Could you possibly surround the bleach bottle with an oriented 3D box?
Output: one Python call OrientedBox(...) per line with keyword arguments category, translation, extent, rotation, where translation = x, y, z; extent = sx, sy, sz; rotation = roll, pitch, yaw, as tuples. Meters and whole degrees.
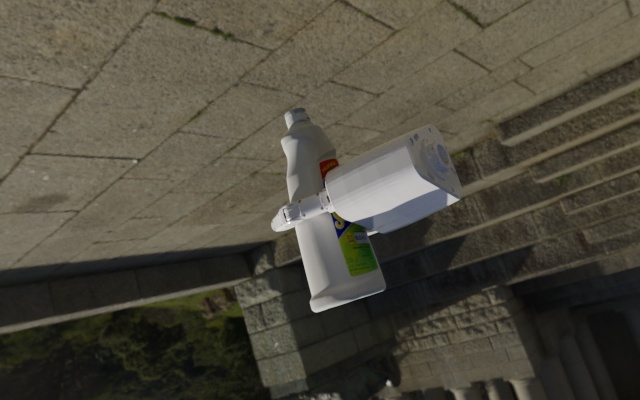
OrientedBox(category="bleach bottle", translation=(0.000, 0.002, 0.590), extent=(0.068, 0.250, 0.102), rotation=(-26, -15, 33))
